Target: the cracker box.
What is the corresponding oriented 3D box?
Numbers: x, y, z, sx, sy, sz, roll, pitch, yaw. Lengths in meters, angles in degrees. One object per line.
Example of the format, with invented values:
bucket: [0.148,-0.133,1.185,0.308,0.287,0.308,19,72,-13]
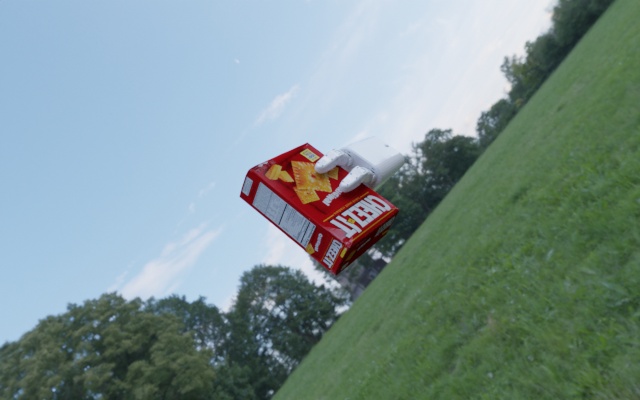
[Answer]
cracker box: [0.000,0.003,0.798,0.213,0.072,0.164,37,39,19]
